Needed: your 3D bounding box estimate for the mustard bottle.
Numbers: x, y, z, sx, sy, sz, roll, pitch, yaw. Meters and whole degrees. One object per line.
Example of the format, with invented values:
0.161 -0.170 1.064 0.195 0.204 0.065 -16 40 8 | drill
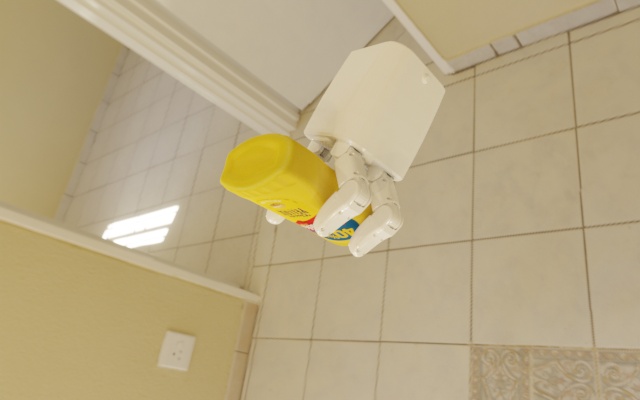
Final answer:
0.000 0.002 0.485 0.096 0.058 0.192 -8 -28 42 | mustard bottle
